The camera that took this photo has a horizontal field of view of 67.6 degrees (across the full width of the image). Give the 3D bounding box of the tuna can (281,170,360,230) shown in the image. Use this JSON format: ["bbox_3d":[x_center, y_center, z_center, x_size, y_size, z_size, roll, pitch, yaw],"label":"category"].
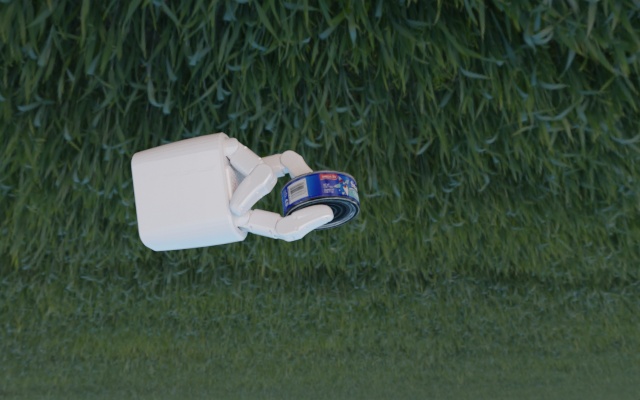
[{"bbox_3d":[0.000,0.002,0.530,0.086,0.033,0.086,-7,-26,-3],"label":"tuna can"}]
